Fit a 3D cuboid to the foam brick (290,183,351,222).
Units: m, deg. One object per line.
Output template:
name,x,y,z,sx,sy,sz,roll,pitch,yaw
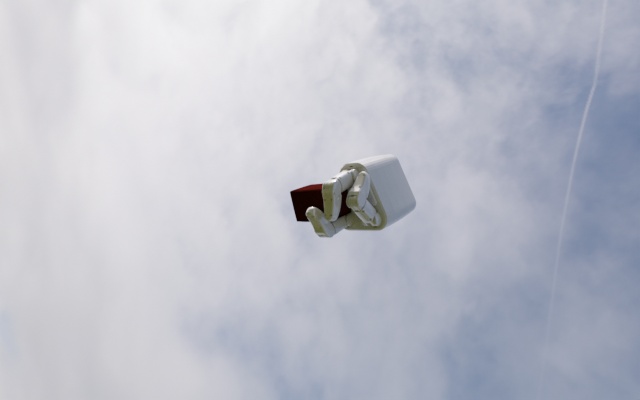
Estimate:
foam brick,0.000,0.002,0.762,0.078,0.053,0.051,-2,13,41
